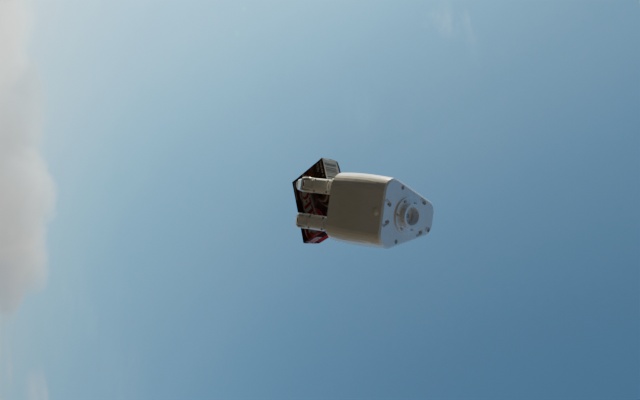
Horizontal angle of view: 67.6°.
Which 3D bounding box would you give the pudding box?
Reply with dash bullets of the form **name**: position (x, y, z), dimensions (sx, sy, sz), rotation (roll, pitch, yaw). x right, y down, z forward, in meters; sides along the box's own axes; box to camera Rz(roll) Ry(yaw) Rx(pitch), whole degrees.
- **pudding box**: position (0.000, 0.002, 0.761), dimensions (0.039, 0.113, 0.090), rotation (8, -29, -36)
